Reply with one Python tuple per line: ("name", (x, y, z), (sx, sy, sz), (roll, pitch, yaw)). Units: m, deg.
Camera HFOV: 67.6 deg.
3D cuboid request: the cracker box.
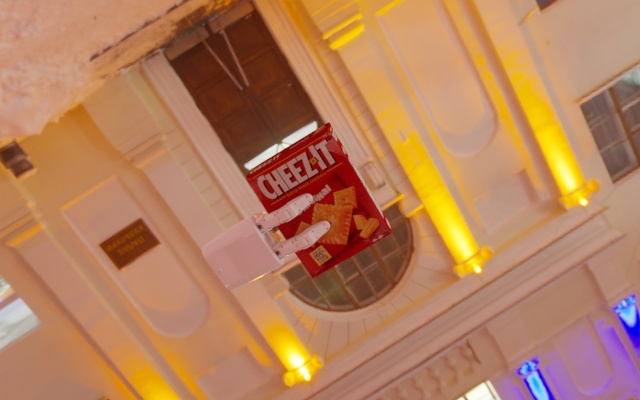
("cracker box", (0.000, 0.003, 0.817), (0.164, 0.214, 0.072), (-30, 15, 9))
